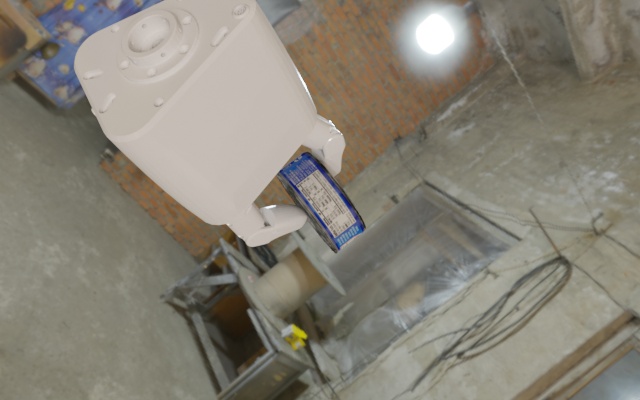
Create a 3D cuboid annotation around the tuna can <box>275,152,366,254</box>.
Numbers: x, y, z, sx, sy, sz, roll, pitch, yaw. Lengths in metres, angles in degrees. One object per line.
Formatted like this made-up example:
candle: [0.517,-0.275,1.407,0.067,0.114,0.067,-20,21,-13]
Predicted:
tuna can: [0.001,0.001,0.404,0.034,0.086,0.086,-37,4,-5]
